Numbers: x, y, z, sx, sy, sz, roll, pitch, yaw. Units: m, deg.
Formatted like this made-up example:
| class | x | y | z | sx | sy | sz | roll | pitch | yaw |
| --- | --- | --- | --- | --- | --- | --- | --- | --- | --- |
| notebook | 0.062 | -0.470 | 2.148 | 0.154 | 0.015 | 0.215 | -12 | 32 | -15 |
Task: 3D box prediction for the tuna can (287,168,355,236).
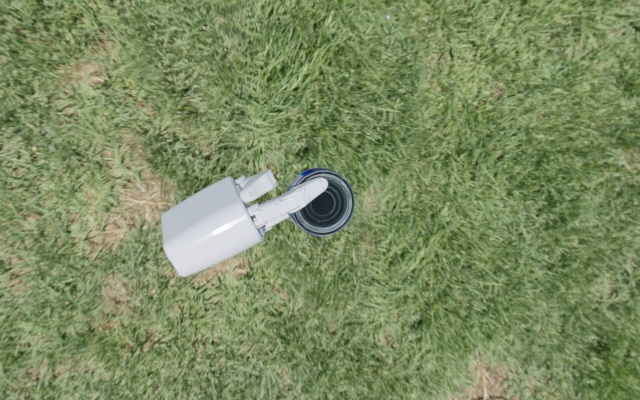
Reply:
| class | x | y | z | sx | sy | sz | roll | pitch | yaw |
| --- | --- | --- | --- | --- | --- | --- | --- | --- | --- |
| tuna can | 0.000 | 0.002 | 0.606 | 0.086 | 0.086 | 0.033 | 0 | 7 | -13 |
